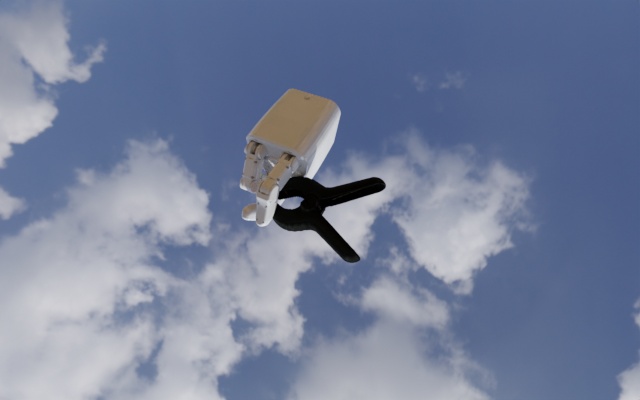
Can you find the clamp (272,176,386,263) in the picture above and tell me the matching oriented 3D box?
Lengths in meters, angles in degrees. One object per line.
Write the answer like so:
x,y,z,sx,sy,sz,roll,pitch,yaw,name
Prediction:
0.000,0.002,0.632,0.171,0.120,0.039,22,-27,23,clamp
